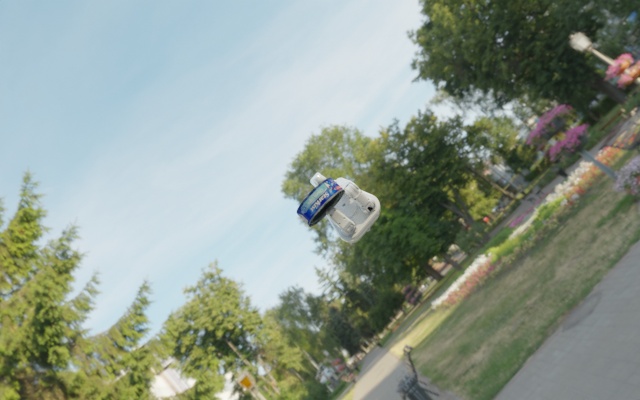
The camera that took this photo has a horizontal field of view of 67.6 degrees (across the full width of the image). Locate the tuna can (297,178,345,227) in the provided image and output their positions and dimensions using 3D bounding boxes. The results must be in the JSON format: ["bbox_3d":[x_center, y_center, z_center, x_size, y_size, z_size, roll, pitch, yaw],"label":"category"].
[{"bbox_3d":[0.000,0.002,0.804,0.033,0.086,0.086,44,9,10],"label":"tuna can"}]
